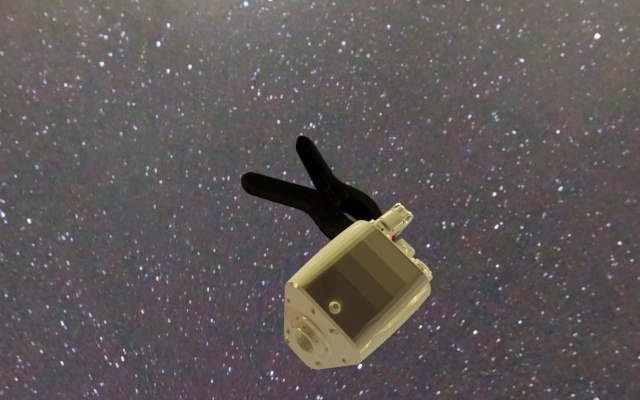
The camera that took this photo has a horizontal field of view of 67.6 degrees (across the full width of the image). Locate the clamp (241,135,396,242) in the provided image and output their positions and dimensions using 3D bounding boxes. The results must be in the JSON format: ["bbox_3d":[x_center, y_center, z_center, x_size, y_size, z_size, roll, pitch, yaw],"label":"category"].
[{"bbox_3d":[0.000,0.002,0.519,0.120,0.171,0.039,-34,-22,-38],"label":"clamp"}]
